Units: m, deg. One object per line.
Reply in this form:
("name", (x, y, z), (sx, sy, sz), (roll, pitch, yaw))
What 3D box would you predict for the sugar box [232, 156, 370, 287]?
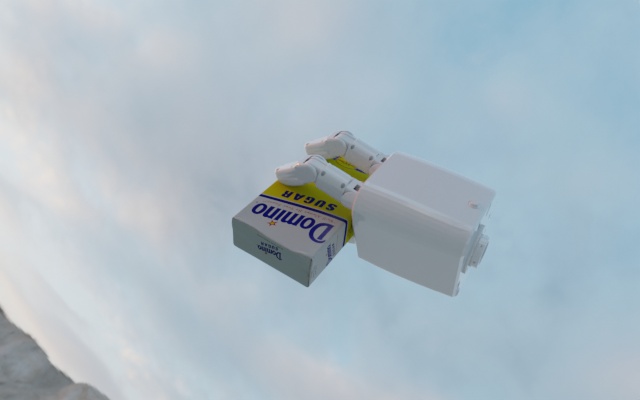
("sugar box", (0.000, 0.001, 0.497), (0.093, 0.048, 0.176), (26, 44, 21))
